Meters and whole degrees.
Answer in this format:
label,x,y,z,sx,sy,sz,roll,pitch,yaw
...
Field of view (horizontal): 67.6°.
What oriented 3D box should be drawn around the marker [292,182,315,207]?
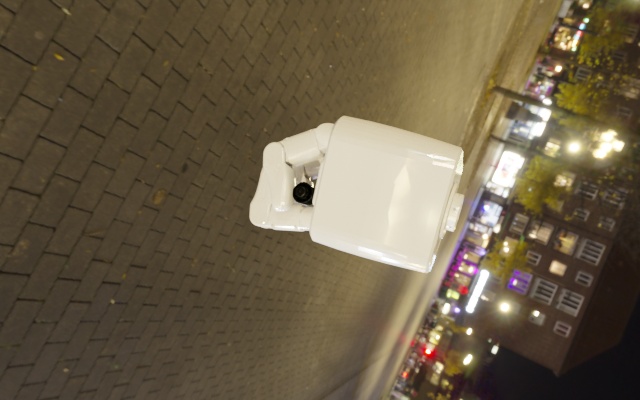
label,x,y,z,sx,sy,sz,roll,pitch,yaw
marker,0.000,0.002,0.459,0.020,0.020,0.121,0,-9,16
